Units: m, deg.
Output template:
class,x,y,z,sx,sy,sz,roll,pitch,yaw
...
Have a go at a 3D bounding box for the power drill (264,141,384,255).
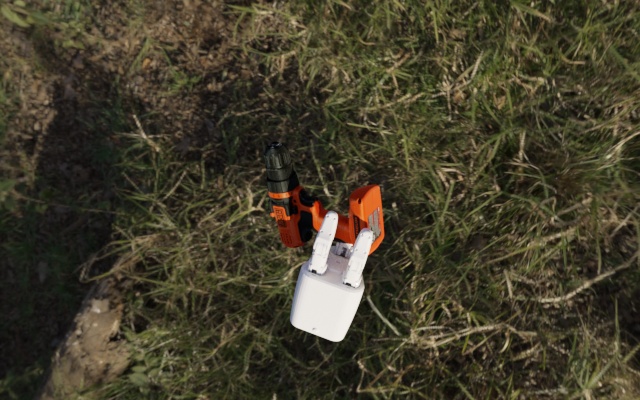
class,x,y,z,sx,sy,sz,roll,pitch,yaw
power drill,0.000,0.003,0.729,0.187,0.184,0.057,11,36,34
